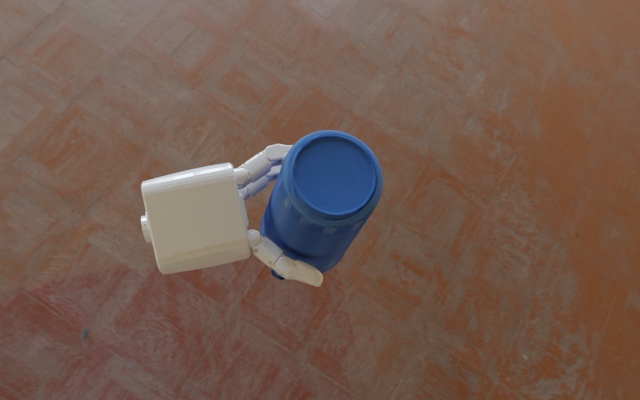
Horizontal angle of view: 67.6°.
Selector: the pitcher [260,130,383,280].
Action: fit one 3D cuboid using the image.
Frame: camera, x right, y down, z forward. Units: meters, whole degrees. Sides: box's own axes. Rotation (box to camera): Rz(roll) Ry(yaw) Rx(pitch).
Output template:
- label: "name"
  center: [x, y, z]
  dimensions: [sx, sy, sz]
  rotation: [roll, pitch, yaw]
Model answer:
- label: "pitcher"
  center: [0.000, 0.002, 0.601]
  dimensions: [0.145, 0.149, 0.243]
  rotation: [-10, -16, -13]
